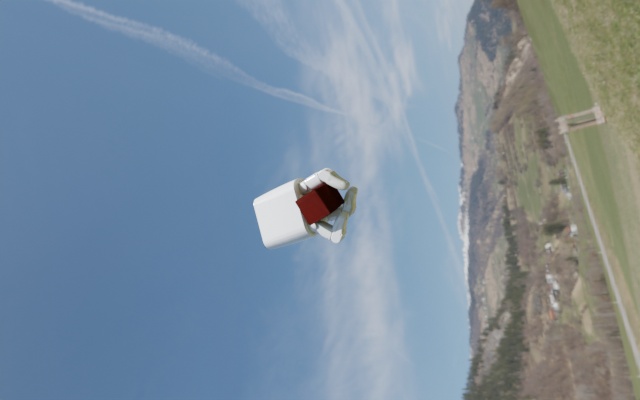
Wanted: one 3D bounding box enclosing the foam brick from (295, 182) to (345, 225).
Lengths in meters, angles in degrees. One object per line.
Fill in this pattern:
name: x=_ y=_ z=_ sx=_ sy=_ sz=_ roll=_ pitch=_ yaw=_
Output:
foam brick: x=0.000 y=0.003 z=0.874 sx=0.051 sy=0.053 sz=0.078 roll=-30 pitch=2 yaw=28
